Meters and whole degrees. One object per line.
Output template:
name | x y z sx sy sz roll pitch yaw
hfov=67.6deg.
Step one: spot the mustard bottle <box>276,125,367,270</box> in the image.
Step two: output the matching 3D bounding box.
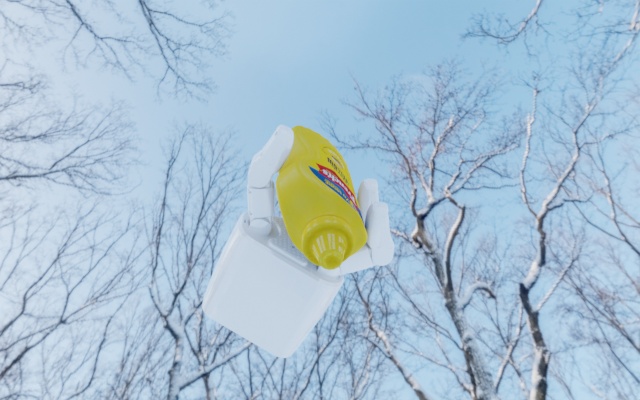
mustard bottle | 0.000 0.001 0.433 0.058 0.096 0.191 -36 24 13
